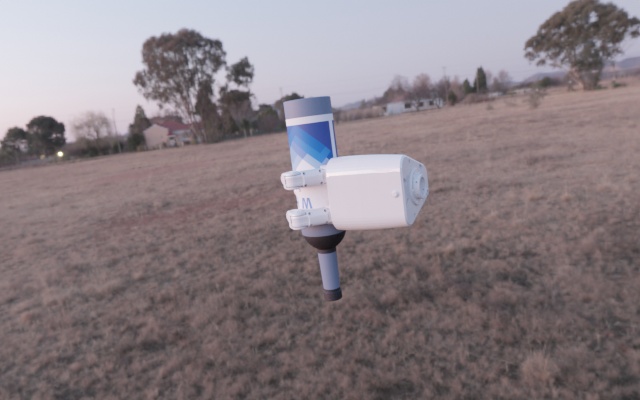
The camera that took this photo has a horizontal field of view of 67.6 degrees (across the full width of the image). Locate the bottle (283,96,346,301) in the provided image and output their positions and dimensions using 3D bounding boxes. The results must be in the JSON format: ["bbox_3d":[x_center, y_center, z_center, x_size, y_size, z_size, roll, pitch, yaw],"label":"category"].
[{"bbox_3d":[0.000,0.002,0.692,0.069,0.296,0.069,-7,9,1],"label":"bottle"}]
